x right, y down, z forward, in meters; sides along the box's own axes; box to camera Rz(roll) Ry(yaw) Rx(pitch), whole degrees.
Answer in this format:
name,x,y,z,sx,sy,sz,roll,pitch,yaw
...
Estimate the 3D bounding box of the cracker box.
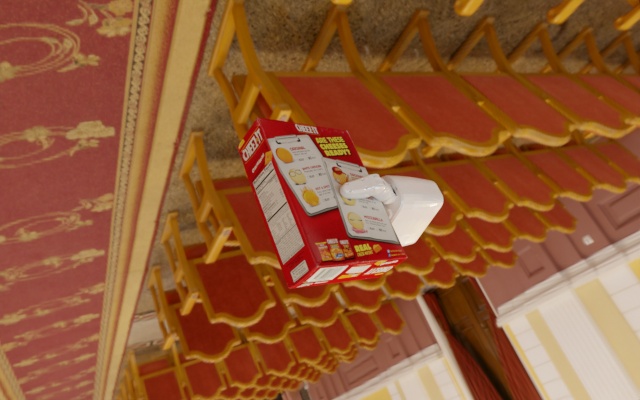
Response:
name,x,y,z,sx,sy,sz,roll,pitch,yaw
cracker box,0.000,0.002,0.630,0.164,0.213,0.072,1,-34,-43
